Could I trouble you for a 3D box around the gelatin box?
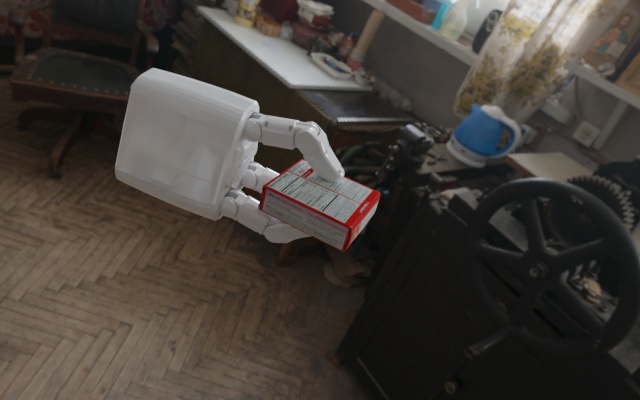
[{"bbox_3d":[0.000,0.001,0.434,0.089,0.030,0.073,24,33,15],"label":"gelatin box"}]
